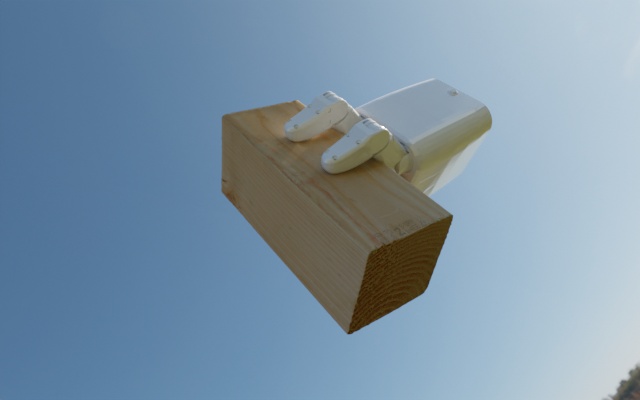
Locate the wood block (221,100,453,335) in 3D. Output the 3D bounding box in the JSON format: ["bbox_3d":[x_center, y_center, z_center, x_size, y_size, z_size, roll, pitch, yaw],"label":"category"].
[{"bbox_3d":[0.000,0.001,0.421,0.090,0.091,0.206,-19,45,-32],"label":"wood block"}]
